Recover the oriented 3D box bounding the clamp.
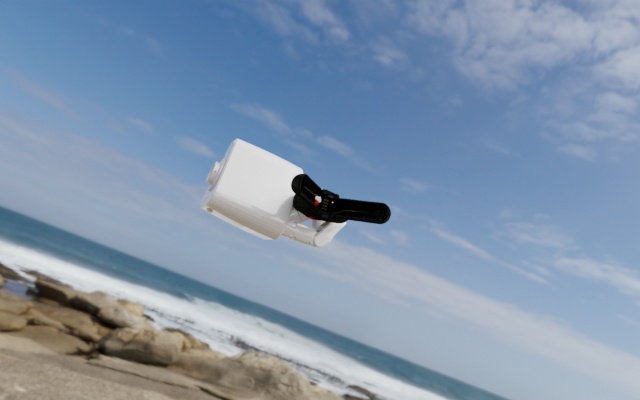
[{"bbox_3d":[0.000,0.001,0.603,0.120,0.039,0.171,28,-15,-18],"label":"clamp"}]
